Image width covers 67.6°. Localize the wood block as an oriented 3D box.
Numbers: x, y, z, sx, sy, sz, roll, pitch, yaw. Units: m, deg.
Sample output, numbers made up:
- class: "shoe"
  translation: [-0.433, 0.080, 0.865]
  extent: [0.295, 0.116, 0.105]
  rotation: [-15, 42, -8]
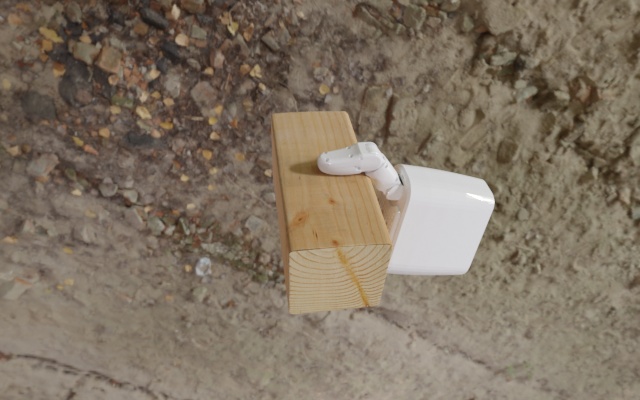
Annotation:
- class: "wood block"
  translation: [0.001, 0.001, 0.495]
  extent: [0.090, 0.091, 0.206]
  rotation: [-3, 43, -9]
